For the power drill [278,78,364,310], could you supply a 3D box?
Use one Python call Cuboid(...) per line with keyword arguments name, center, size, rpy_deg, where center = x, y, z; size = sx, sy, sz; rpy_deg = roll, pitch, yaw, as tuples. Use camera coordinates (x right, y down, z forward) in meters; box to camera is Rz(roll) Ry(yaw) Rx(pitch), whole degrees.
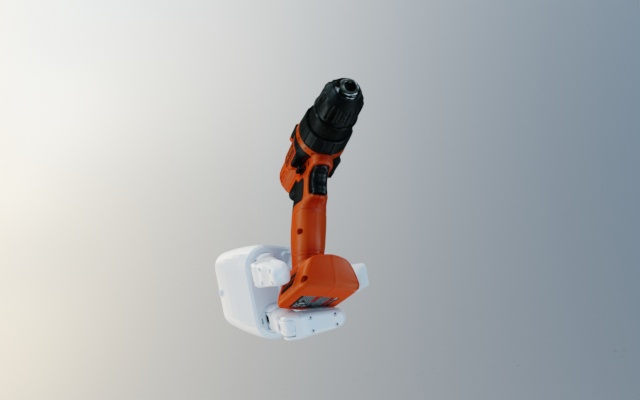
Cuboid(name="power drill", center=(0.000, 0.002, 0.459), size=(0.057, 0.187, 0.184), rpy_deg=(7, -27, -14))
